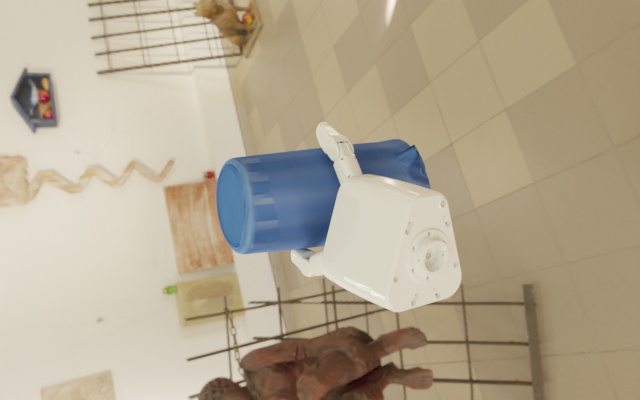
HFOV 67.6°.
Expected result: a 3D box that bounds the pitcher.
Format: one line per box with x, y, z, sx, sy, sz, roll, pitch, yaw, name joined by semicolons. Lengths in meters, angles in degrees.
0.000;0.002;0.591;0.243;0.149;0.145;-6;15;-30;pitcher
